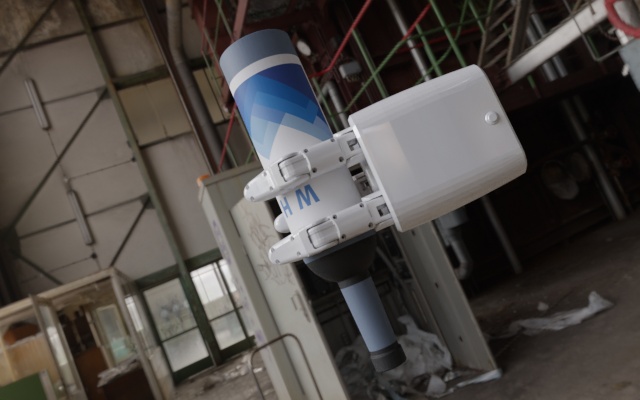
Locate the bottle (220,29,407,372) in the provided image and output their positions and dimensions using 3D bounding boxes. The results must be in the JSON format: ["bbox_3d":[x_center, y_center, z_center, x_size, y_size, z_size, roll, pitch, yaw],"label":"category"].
[{"bbox_3d":[0.000,0.001,0.408,0.069,0.295,0.069,-23,-6,-3],"label":"bottle"}]
